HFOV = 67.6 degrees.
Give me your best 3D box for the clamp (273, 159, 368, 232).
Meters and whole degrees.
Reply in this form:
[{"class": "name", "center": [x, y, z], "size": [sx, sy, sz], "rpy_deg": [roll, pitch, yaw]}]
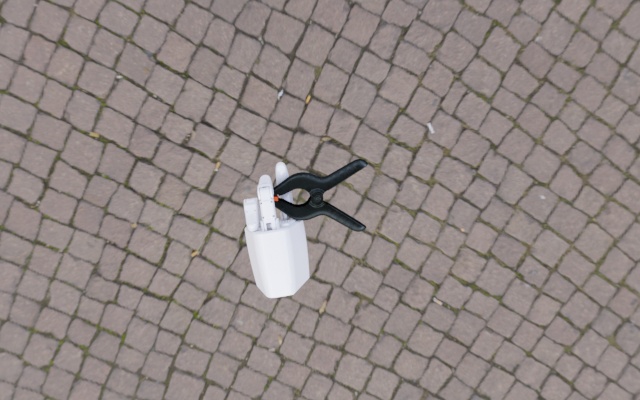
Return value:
[{"class": "clamp", "center": [0.000, 0.003, 0.782], "size": [0.171, 0.120, 0.039], "rpy_deg": [-9, 6, -1]}]
